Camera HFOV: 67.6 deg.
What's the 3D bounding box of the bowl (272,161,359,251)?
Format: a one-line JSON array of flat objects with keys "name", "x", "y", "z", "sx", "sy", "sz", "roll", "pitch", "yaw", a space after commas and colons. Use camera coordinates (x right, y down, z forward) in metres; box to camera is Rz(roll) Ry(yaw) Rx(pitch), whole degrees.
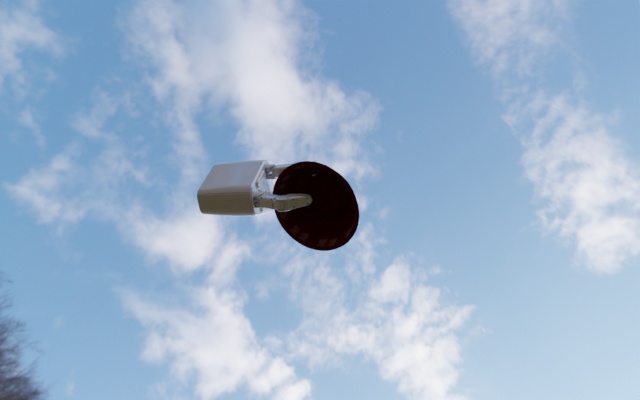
[{"name": "bowl", "x": 0.002, "y": 0.003, "z": 0.818, "sx": 0.162, "sy": 0.162, "sz": 0.055, "roll": 0, "pitch": 21, "yaw": 28}]
